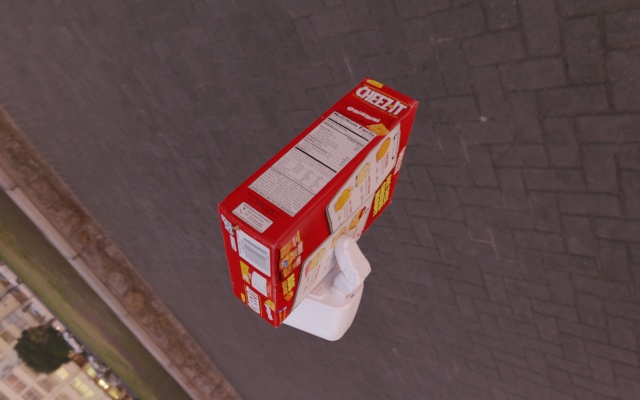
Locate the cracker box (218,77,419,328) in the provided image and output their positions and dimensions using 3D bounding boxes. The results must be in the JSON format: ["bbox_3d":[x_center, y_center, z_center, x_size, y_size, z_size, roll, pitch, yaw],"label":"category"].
[{"bbox_3d":[0.000,0.002,0.479,0.072,0.213,0.164,33,-32,19],"label":"cracker box"}]
